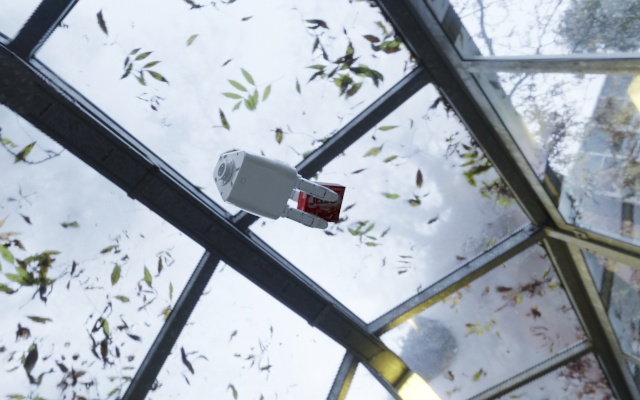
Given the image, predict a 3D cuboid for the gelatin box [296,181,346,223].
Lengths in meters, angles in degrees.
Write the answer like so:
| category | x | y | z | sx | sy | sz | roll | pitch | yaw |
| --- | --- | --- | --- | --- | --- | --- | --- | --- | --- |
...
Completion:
| category | x | y | z | sx | sy | sz | roll | pitch | yaw |
| --- | --- | --- | --- | --- | --- | --- | --- | --- | --- |
| gelatin box | 0.000 | 0.003 | 0.893 | 0.089 | 0.073 | 0.030 | 4 | 14 | -37 |
